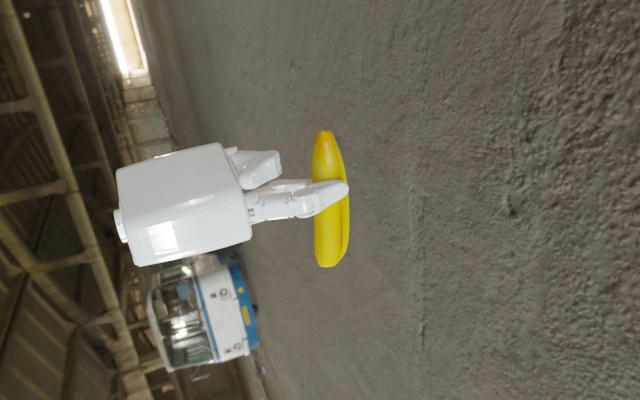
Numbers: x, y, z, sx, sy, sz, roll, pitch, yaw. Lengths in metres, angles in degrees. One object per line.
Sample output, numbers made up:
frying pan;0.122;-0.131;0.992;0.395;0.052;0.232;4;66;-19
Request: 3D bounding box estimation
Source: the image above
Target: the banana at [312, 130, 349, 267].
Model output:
banana;0.007;0.017;0.525;0.037;0.069;0.198;-16;-40;-16
